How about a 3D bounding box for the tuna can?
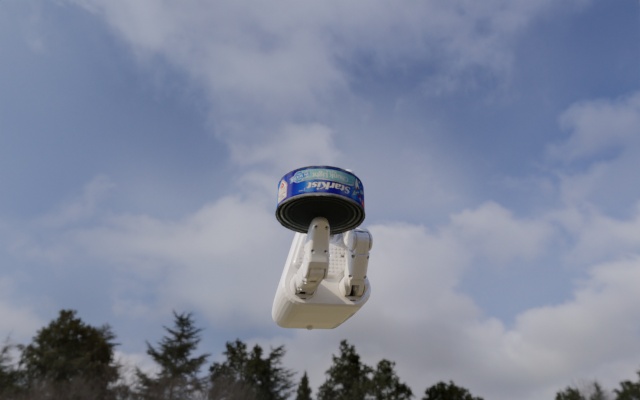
[{"bbox_3d":[0.000,0.001,0.462,0.086,0.033,0.086,1,-28,0],"label":"tuna can"}]
